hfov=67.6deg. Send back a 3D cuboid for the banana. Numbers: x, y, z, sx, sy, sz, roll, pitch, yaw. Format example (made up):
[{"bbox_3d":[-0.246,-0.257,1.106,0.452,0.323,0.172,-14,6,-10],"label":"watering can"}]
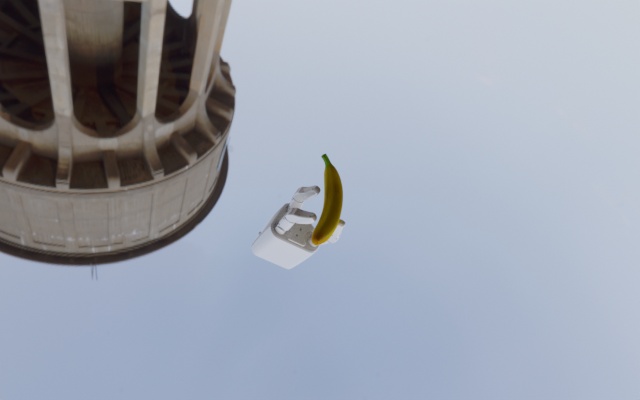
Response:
[{"bbox_3d":[0.014,0.008,0.912,0.070,0.197,0.037,30,-41,-35],"label":"banana"}]
